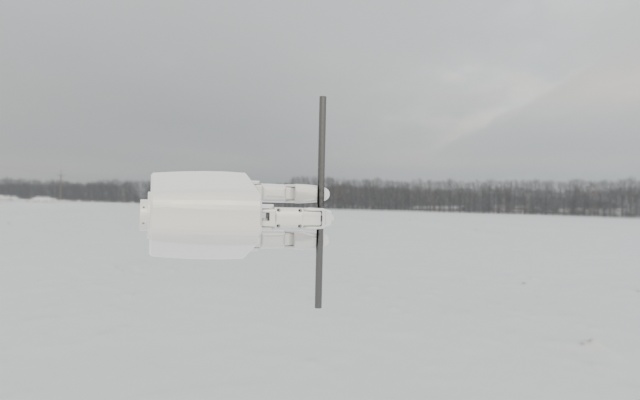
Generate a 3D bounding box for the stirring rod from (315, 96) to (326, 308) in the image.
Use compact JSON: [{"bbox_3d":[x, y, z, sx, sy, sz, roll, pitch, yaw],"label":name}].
[{"bbox_3d":[0.000,0.002,0.544,0.011,0.239,0.011,1,0,0],"label":"stirring rod"}]
